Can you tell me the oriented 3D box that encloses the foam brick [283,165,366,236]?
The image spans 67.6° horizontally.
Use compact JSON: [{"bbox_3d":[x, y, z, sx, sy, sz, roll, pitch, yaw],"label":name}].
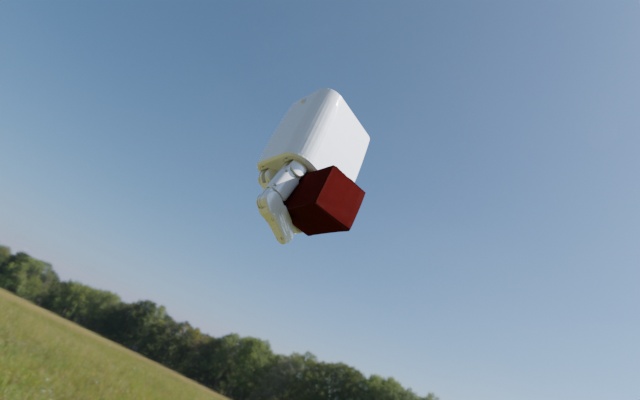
[{"bbox_3d":[0.000,0.002,0.523,0.053,0.051,0.078,40,-28,-25],"label":"foam brick"}]
